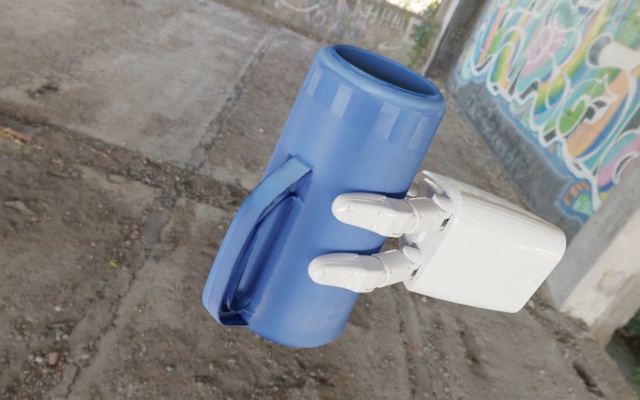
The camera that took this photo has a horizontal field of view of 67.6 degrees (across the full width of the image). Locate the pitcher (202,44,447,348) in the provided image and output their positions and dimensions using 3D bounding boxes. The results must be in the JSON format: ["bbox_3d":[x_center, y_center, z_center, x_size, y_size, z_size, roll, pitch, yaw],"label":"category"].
[{"bbox_3d":[0.000,0.001,0.407,0.145,0.243,0.149,17,29,-12],"label":"pitcher"}]
